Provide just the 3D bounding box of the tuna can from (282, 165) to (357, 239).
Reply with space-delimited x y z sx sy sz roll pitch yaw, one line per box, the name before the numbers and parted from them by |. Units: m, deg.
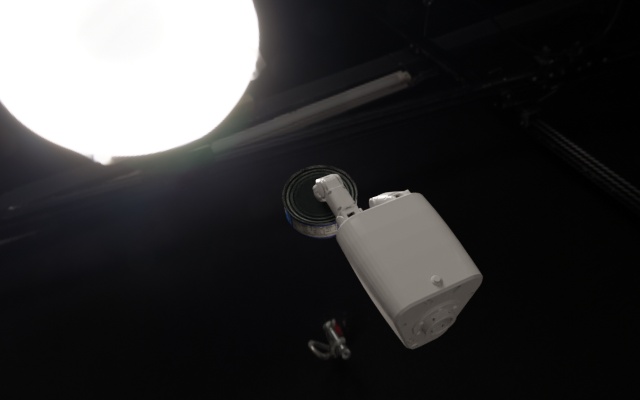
tuna can | 0.000 0.002 0.556 0.086 0.086 0.034 0 -37 4
